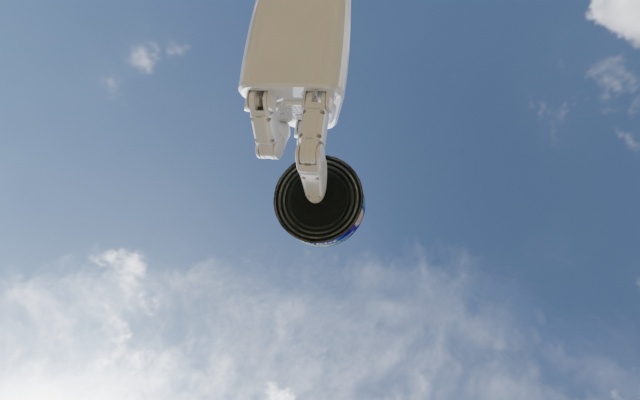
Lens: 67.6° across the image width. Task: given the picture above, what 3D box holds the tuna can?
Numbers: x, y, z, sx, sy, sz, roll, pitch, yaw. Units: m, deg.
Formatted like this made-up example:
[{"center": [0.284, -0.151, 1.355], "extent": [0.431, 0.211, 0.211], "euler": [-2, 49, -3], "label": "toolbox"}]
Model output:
[{"center": [0.000, 0.002, 0.462], "extent": [0.086, 0.086, 0.034], "euler": [0, -15, 10], "label": "tuna can"}]
